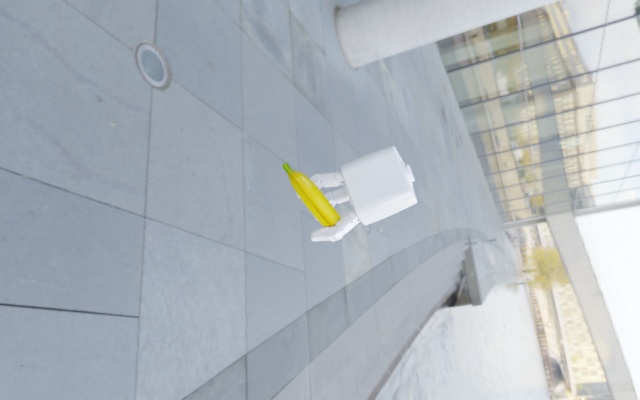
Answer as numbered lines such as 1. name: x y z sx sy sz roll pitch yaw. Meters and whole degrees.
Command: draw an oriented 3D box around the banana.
1. banana: 0.001 0.010 0.880 0.037 0.198 0.069 -32 30 9
